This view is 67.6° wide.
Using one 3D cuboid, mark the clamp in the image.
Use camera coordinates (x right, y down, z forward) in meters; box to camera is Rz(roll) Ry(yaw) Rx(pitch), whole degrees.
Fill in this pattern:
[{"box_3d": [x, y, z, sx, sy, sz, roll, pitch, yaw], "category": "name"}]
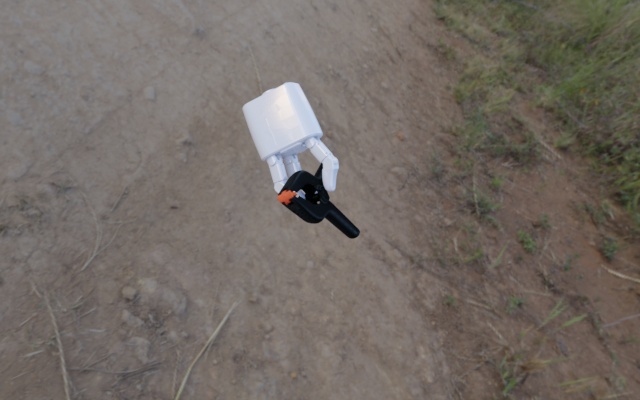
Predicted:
[{"box_3d": [0.000, 0.002, 0.836, 0.036, 0.164, 0.210, -25, -6, 28], "category": "clamp"}]
